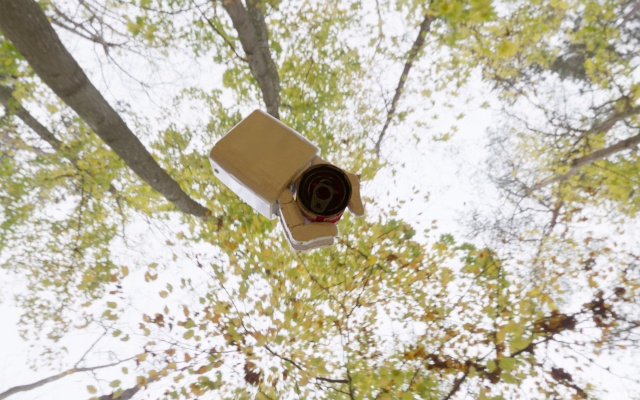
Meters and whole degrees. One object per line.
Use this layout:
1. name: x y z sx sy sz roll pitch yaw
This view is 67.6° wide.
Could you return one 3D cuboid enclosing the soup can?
1. soup can: 0.001 0.002 0.625 0.068 0.068 0.102 0 -18 -6
